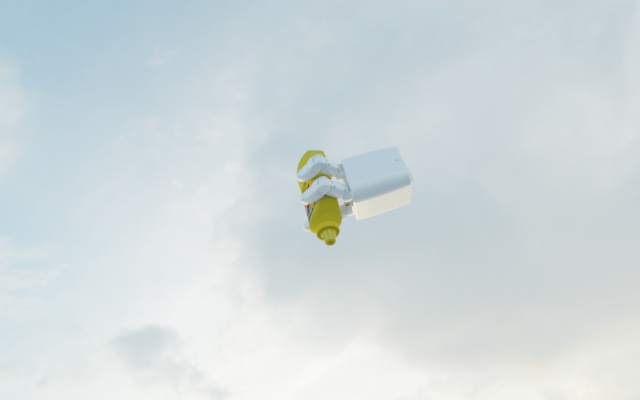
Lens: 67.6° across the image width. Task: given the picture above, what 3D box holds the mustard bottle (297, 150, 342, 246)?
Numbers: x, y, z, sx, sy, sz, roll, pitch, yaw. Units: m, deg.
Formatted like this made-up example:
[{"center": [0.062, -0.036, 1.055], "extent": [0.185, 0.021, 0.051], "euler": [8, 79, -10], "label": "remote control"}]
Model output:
[{"center": [0.000, 0.003, 0.862], "extent": [0.058, 0.191, 0.096], "euler": [1, -45, -17], "label": "mustard bottle"}]
